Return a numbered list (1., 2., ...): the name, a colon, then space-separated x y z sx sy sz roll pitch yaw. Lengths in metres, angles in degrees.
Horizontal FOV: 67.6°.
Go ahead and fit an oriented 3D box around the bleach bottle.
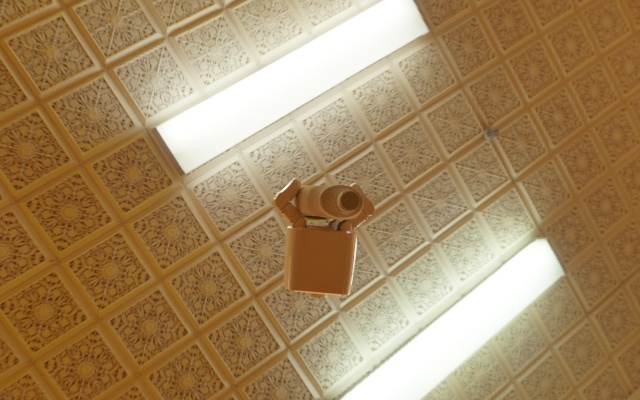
1. bleach bottle: 0.000 0.003 0.798 0.102 0.068 0.251 6 -3 -16
